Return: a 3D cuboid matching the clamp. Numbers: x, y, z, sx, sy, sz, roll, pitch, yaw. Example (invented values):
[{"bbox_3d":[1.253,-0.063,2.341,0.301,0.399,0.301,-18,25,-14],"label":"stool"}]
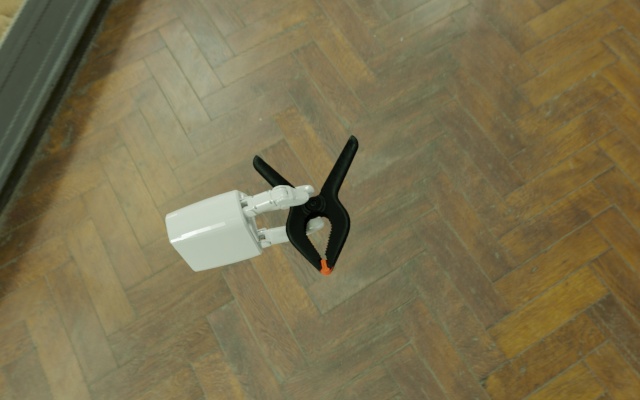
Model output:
[{"bbox_3d":[0.000,0.003,0.703,0.164,0.210,0.036,-18,-21,2],"label":"clamp"}]
